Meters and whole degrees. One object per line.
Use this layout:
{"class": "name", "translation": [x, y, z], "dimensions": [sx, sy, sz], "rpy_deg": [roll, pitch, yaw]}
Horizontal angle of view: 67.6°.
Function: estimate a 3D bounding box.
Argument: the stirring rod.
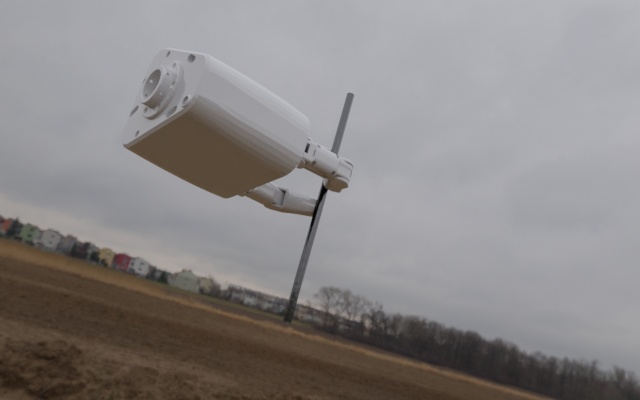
{"class": "stirring rod", "translation": [0.000, 0.002, 0.472], "dimensions": [0.011, 0.239, 0.011], "rpy_deg": [15, -14, 4]}
